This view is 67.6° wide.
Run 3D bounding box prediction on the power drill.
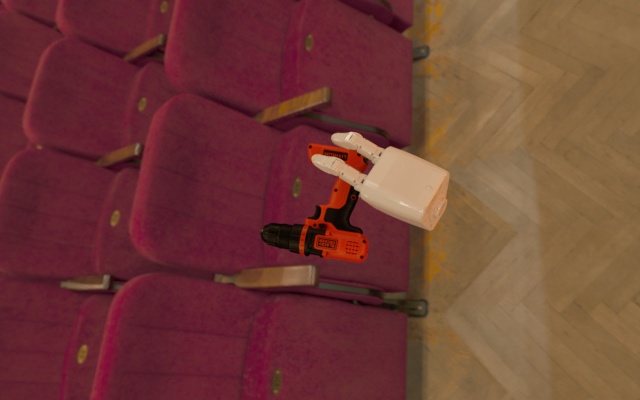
[{"bbox_3d":[0.000,0.002,0.807,0.184,0.187,0.057,9,-3,8],"label":"power drill"}]
